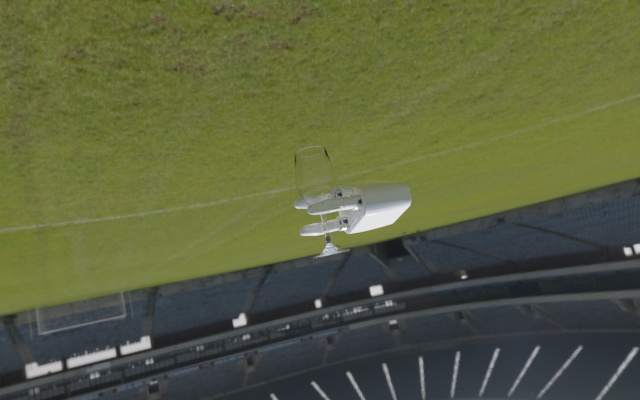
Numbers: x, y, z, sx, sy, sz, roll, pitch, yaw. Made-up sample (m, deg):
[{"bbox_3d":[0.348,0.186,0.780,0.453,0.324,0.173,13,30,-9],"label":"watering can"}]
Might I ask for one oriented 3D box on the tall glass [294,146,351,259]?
[{"bbox_3d":[0.000,0.004,0.890,0.079,0.201,0.079,-12,-8,-2],"label":"tall glass"}]
